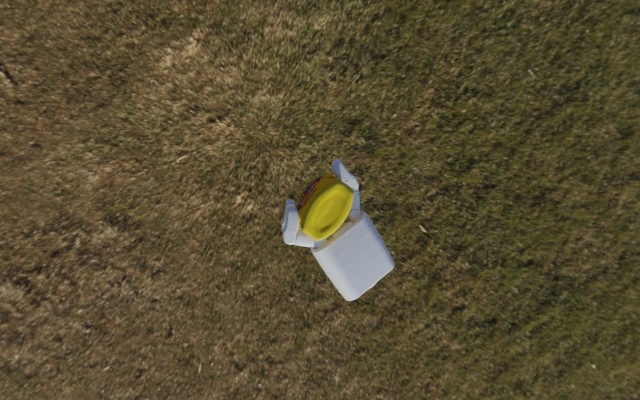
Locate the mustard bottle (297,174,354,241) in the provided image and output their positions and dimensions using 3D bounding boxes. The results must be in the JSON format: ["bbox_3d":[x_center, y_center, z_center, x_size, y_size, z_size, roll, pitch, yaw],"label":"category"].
[{"bbox_3d":[0.000,0.002,0.793,0.058,0.096,0.191,33,3,-11],"label":"mustard bottle"}]
